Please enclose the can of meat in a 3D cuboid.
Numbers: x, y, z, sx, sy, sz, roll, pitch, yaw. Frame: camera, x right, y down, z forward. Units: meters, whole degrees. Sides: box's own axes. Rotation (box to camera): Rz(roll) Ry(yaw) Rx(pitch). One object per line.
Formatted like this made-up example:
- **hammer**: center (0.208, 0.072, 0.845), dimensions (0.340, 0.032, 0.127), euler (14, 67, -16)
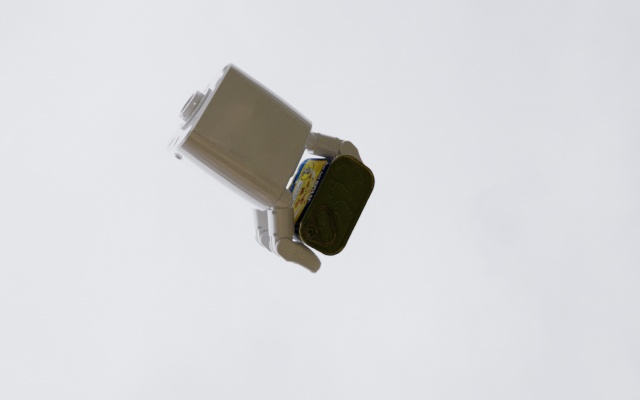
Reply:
- **can of meat**: center (0.000, 0.002, 0.518), dimensions (0.057, 0.102, 0.084), euler (31, -9, -26)
